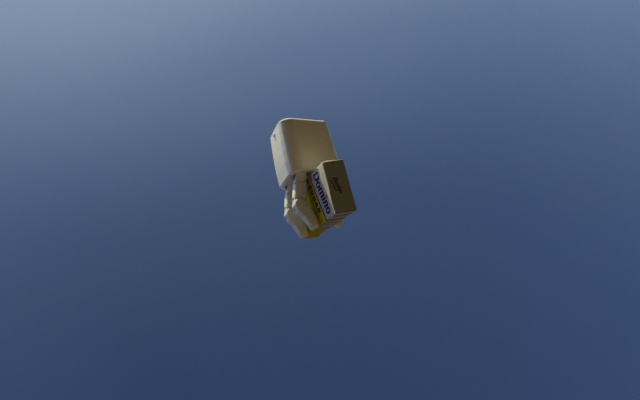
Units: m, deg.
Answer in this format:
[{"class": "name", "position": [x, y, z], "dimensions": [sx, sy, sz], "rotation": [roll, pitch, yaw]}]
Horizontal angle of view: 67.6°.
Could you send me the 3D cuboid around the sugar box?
[{"class": "sugar box", "position": [0.000, 0.003, 0.852], "dimensions": [0.048, 0.093, 0.176], "rotation": [-9, -15, -22]}]
